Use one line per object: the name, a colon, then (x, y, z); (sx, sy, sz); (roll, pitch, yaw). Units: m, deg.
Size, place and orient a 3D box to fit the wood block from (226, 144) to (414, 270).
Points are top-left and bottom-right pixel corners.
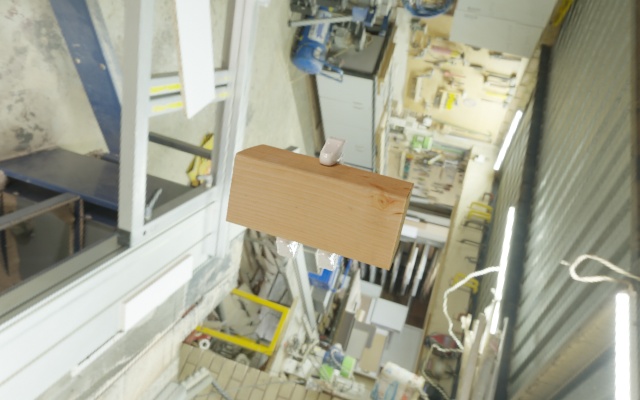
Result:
wood block: (0.000, 0.002, 0.588); (0.206, 0.091, 0.090); (15, 17, 12)
